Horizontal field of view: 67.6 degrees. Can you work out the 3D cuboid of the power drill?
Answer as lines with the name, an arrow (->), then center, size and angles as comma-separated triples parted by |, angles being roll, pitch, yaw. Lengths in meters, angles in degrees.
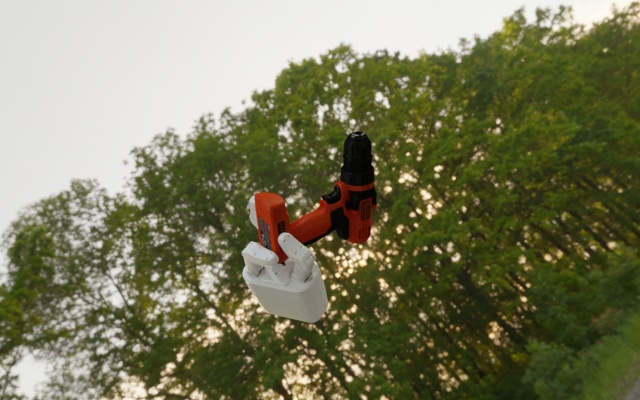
power drill -> 0.000, 0.003, 0.698 | 0.187, 0.184, 0.057 | -18, 31, -26
